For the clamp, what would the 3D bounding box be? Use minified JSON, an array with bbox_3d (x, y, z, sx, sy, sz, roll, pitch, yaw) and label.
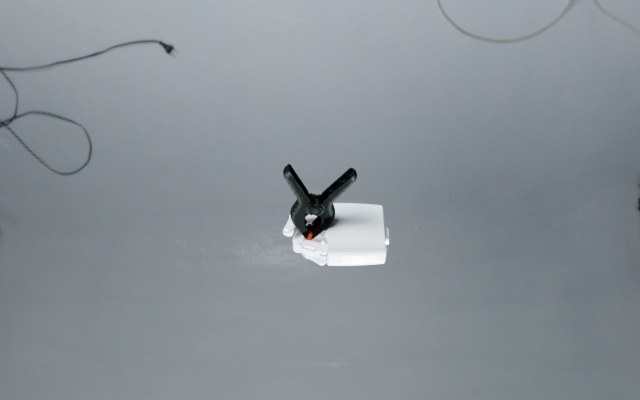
[{"bbox_3d":[0.000,0.003,0.821,0.120,0.039,0.172,1,-42,1],"label":"clamp"}]
